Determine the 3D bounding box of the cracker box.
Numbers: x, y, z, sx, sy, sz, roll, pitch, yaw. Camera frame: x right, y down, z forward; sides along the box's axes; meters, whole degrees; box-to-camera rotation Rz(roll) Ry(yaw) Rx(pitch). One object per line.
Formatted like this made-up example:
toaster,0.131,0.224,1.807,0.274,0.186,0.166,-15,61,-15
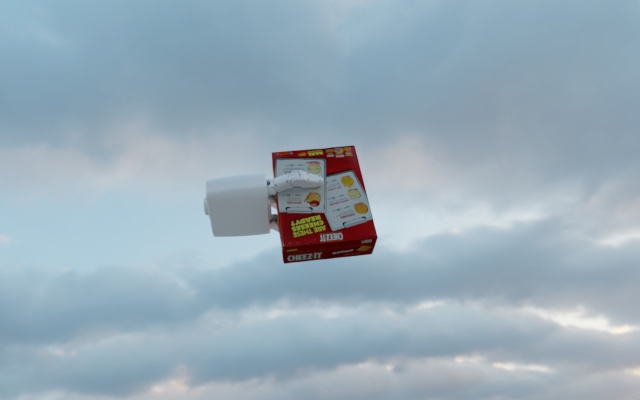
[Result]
cracker box,0.000,0.003,0.880,0.164,0.213,0.072,-6,-35,-7
